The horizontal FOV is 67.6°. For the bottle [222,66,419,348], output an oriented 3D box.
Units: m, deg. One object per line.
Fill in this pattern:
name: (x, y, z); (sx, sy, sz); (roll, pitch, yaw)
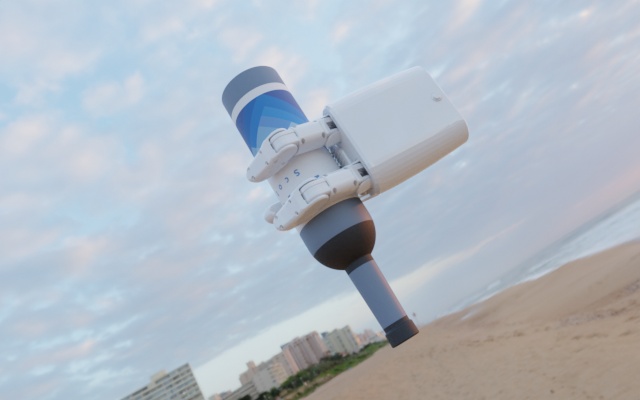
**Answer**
bottle: (0.000, 0.001, 0.456); (0.069, 0.295, 0.069); (-28, -18, -10)
